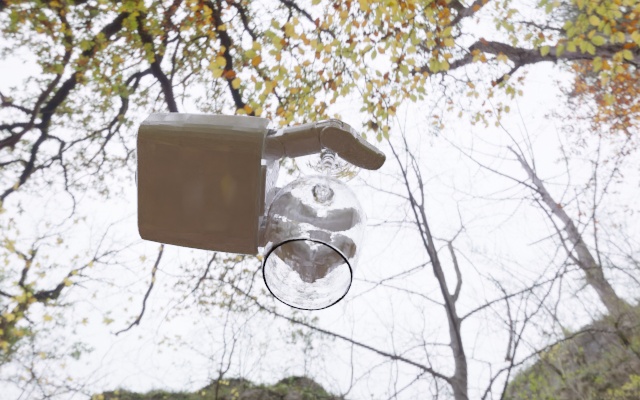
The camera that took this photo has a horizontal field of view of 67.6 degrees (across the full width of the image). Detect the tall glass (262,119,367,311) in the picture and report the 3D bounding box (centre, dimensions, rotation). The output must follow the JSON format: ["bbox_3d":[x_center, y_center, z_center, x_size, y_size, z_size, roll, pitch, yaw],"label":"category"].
[{"bbox_3d":[0.000,0.001,0.403,0.079,0.079,0.201,0,30,6],"label":"tall glass"}]
